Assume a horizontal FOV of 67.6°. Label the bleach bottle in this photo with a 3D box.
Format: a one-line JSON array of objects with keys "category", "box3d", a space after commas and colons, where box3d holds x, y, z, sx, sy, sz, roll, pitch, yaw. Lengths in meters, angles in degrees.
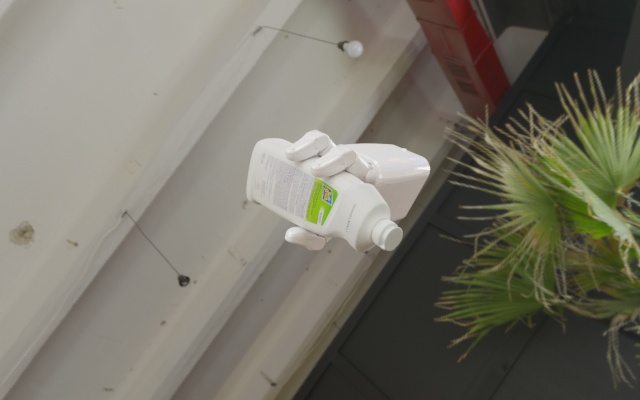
[{"category": "bleach bottle", "box3d": [0.000, 0.002, 0.605, 0.068, 0.103, 0.250, -7, 27, -39]}]
